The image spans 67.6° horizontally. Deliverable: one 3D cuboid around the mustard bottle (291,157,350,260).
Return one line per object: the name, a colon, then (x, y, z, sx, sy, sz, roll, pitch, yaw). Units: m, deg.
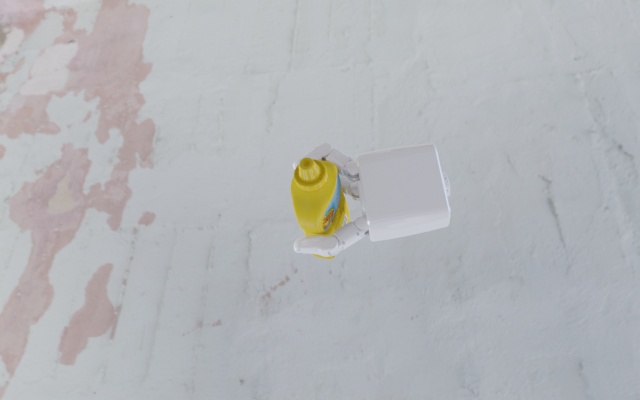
mustard bottle: (0.000, 0.002, 0.646, 0.058, 0.096, 0.192, 12, -26, 16)
